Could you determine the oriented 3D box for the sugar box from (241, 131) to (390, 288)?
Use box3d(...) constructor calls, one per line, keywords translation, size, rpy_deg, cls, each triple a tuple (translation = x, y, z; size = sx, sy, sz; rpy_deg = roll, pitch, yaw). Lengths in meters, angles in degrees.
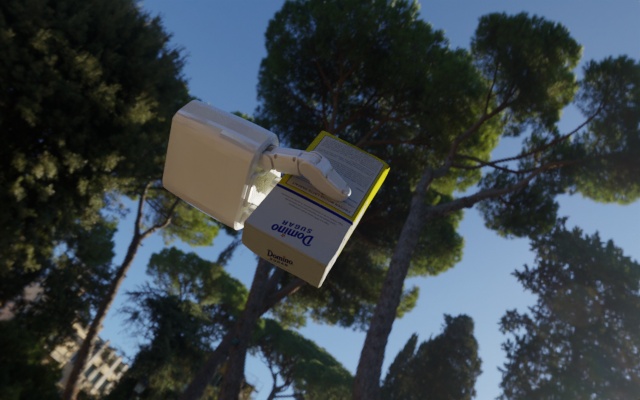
box3d(translation=(0.000, 0.002, 0.516), size=(0.093, 0.048, 0.176), rpy_deg=(28, 49, 9), cls="sugar box")
